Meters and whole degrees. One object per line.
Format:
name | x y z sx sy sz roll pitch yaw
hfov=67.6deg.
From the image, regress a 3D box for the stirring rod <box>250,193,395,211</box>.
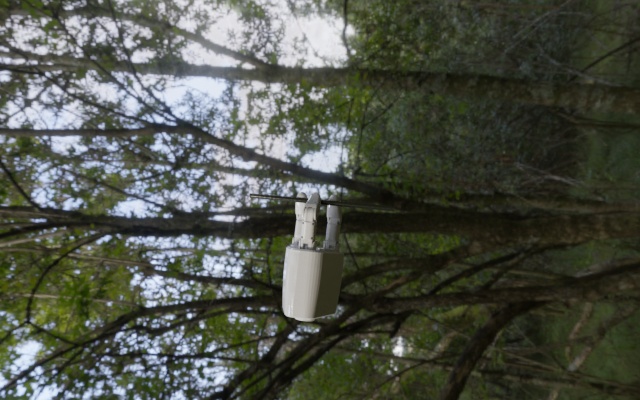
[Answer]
stirring rod | 0.000 0.003 0.778 0.239 0.011 0.011 5 1 10
